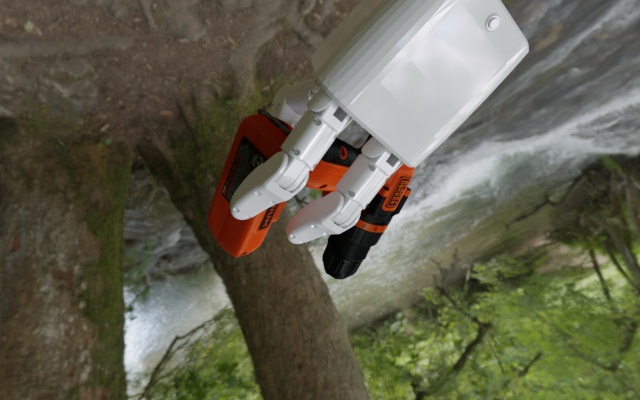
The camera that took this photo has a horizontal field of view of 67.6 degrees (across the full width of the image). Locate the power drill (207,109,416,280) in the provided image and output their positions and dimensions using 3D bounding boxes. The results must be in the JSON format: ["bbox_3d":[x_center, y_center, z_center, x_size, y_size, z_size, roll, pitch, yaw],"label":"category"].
[{"bbox_3d":[0.000,0.001,0.416,0.187,0.184,0.057,-2,33,-46],"label":"power drill"}]
